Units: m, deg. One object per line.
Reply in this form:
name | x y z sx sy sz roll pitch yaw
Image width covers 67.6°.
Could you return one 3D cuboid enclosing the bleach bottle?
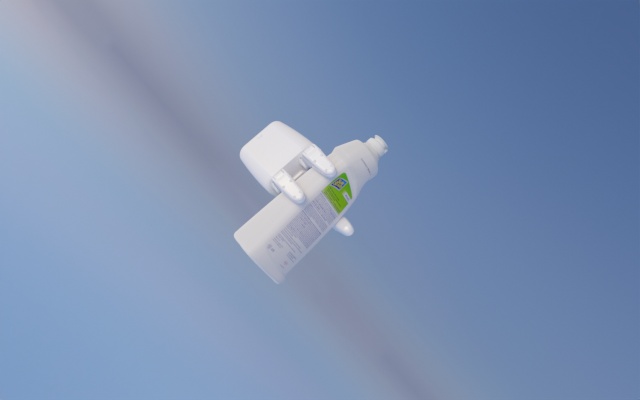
bleach bottle | 0.000 0.002 0.693 0.068 0.251 0.103 42 -9 44
